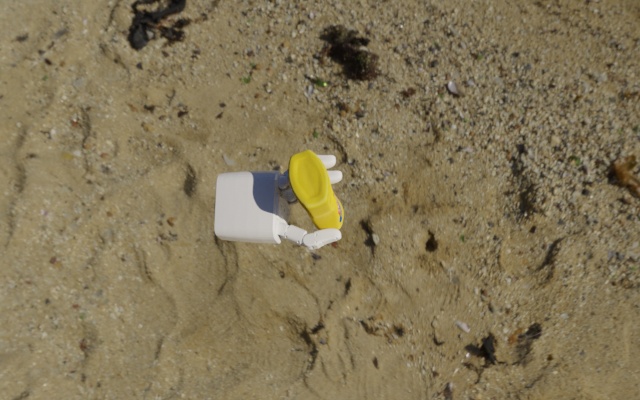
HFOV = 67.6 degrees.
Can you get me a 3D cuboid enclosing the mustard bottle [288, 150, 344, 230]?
[{"bbox_3d":[0.000,0.002,0.772,0.058,0.096,0.192,-22,-25,2],"label":"mustard bottle"}]
